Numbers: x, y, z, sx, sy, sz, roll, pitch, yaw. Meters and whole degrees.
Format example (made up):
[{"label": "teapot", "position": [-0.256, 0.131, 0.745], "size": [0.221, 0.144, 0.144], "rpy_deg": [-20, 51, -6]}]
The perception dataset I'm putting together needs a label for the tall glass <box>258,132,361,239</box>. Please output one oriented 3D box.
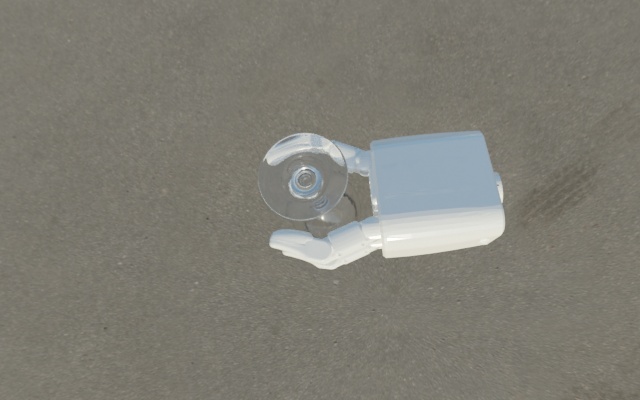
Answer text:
[{"label": "tall glass", "position": [0.000, 0.001, 0.481], "size": [0.079, 0.079, 0.201], "rpy_deg": [0, -13, 8]}]
